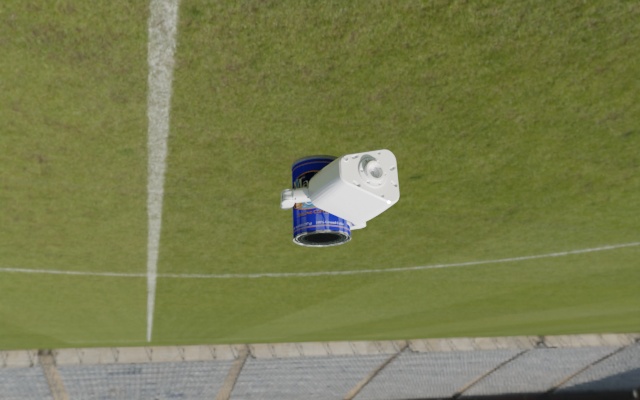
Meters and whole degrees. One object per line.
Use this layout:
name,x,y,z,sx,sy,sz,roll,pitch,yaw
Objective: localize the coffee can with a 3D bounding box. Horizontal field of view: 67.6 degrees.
coffee can,0.000,0.003,0.856,0.103,0.140,0.103,-2,-19,-1
